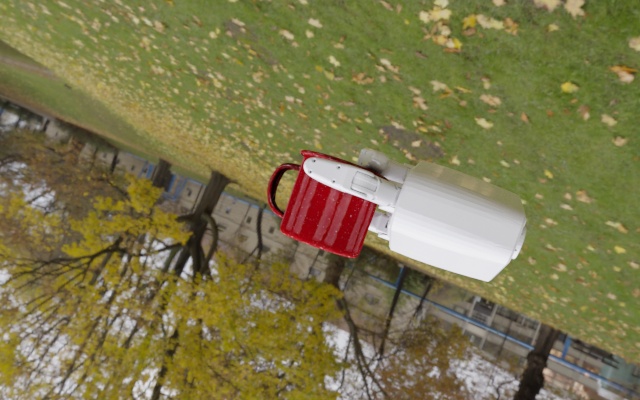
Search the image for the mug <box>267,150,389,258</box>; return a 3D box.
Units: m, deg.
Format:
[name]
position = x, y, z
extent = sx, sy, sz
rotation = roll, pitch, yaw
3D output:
[mug]
position = -0.001, 0.001, 0.466
extent = 0.117, 0.081, 0.093
rotation = 19, -2, 17
